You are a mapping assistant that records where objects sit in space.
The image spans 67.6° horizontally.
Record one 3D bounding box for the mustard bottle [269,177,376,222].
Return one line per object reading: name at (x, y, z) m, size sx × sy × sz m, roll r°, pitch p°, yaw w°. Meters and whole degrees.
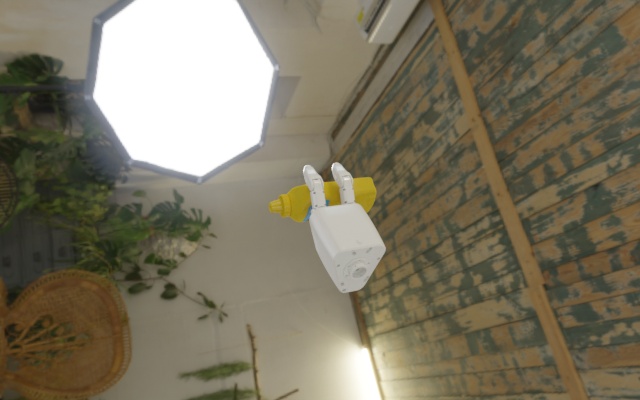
mustard bottle at (0.000, 0.003, 0.878) m, size 0.191 × 0.058 × 0.096 m, roll -7°, pitch -26°, yaw -20°
